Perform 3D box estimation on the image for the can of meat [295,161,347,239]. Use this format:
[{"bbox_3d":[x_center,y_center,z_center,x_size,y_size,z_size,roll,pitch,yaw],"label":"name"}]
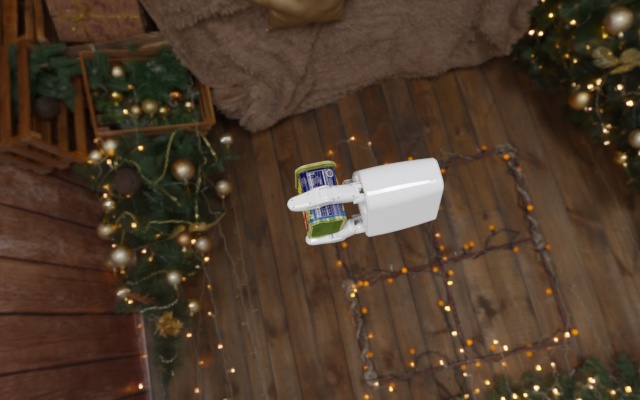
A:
[{"bbox_3d":[0.000,0.003,0.681,0.057,0.084,0.102,-12,-15,-6],"label":"can of meat"}]
